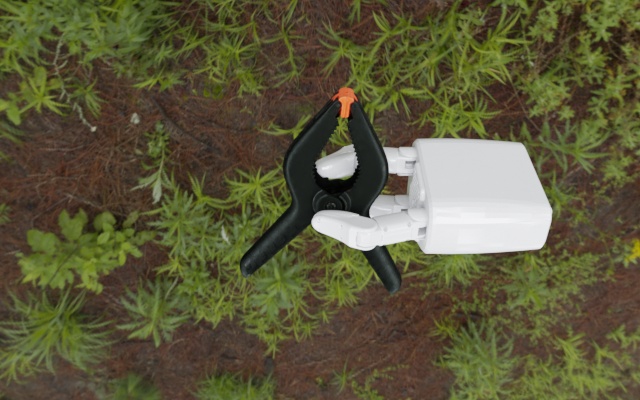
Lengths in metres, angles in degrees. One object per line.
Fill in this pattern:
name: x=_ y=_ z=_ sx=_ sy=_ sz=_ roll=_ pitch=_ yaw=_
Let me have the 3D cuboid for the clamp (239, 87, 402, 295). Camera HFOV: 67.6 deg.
clamp: x=0.000 y=0.001 z=0.444 sx=0.164 sy=0.210 sz=0.036 roll=0 pitch=29 yaw=1
